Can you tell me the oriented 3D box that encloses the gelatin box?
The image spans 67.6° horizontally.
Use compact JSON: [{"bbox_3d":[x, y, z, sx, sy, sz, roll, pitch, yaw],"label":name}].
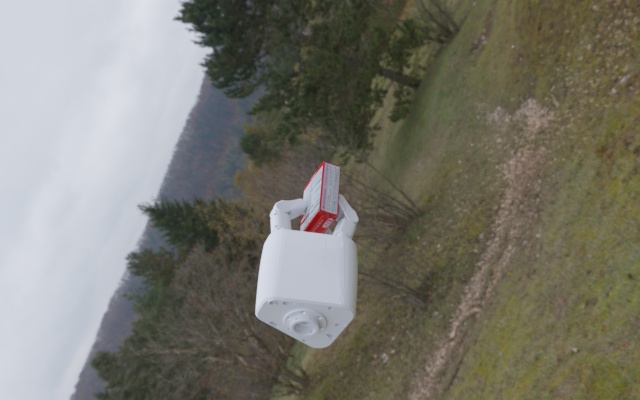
[{"bbox_3d":[0.000,0.002,0.666,0.030,0.089,0.073,16,-37,-17],"label":"gelatin box"}]
